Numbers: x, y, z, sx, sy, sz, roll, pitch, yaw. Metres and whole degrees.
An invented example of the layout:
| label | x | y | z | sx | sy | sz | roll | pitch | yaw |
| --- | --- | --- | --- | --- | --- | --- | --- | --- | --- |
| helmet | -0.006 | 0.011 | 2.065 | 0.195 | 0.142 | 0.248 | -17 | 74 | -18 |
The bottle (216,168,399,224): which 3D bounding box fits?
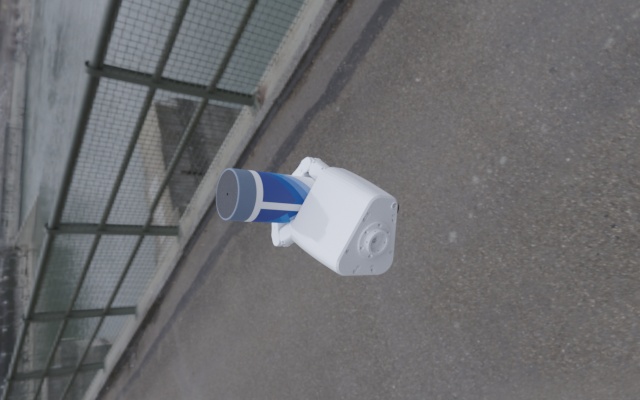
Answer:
| label | x | y | z | sx | sy | sz | roll | pitch | yaw |
| --- | --- | --- | --- | --- | --- | --- | --- | --- | --- |
| bottle | 0.000 | 0.002 | 0.688 | 0.296 | 0.069 | 0.069 | 5 | -3 | -36 |
